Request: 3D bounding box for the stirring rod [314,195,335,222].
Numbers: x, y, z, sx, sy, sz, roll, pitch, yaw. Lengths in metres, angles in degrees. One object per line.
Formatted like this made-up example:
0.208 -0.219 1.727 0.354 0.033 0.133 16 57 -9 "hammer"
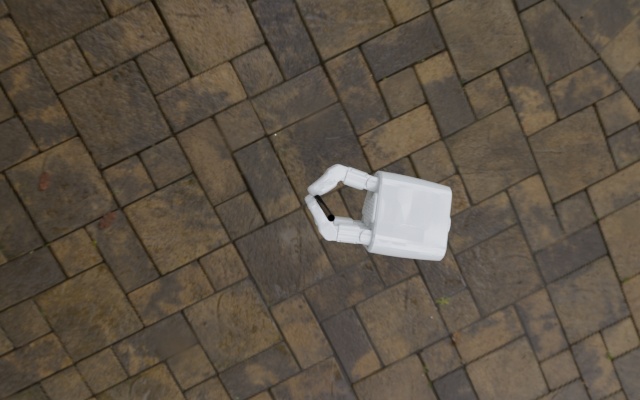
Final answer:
0.000 0.002 0.613 0.011 0.011 0.239 0 8 -5 "stirring rod"
